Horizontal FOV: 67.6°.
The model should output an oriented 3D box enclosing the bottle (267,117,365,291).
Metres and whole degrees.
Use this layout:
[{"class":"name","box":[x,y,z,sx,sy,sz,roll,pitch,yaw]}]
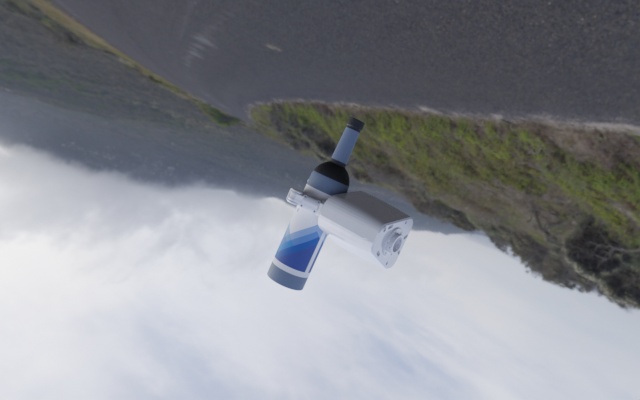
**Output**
[{"class":"bottle","box":[0.000,0.003,0.793,0.069,0.296,0.069,24,5,-2]}]
